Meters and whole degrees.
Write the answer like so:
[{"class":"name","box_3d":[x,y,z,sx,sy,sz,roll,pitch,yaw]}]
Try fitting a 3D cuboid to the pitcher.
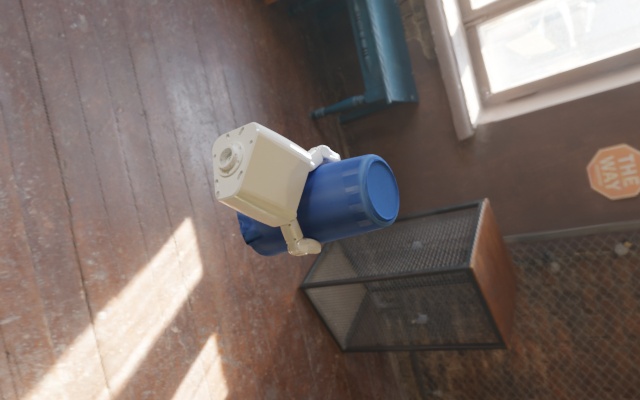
[{"class":"pitcher","box_3d":[0.000,0.002,0.756,0.243,0.149,0.145,-14,-29,36]}]
